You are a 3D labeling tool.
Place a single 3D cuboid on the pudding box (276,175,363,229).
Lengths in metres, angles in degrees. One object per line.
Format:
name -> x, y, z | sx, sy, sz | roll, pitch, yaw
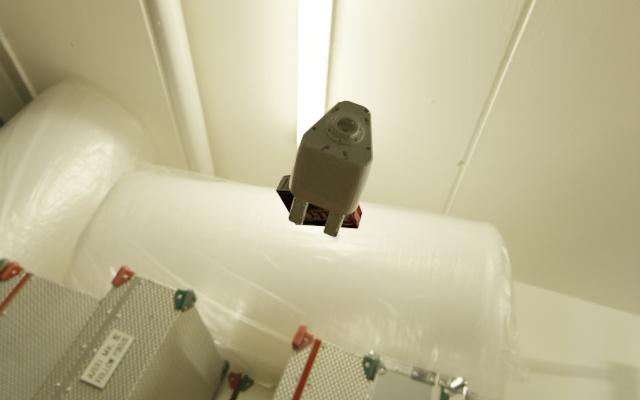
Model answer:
pudding box -> 0.000, 0.002, 0.736 | 0.113, 0.039, 0.090 | 4, -38, 26
